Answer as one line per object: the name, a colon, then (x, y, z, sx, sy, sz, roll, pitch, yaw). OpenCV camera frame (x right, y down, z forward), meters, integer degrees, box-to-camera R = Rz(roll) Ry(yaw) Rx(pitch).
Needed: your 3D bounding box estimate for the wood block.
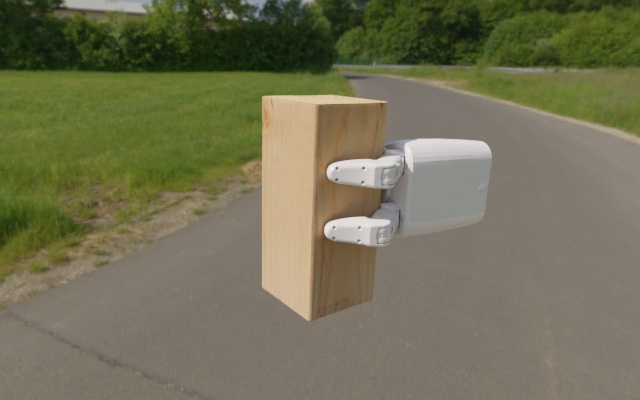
wood block: (0.000, 0.001, 0.486, 0.090, 0.206, 0.091, -10, 21, -36)
